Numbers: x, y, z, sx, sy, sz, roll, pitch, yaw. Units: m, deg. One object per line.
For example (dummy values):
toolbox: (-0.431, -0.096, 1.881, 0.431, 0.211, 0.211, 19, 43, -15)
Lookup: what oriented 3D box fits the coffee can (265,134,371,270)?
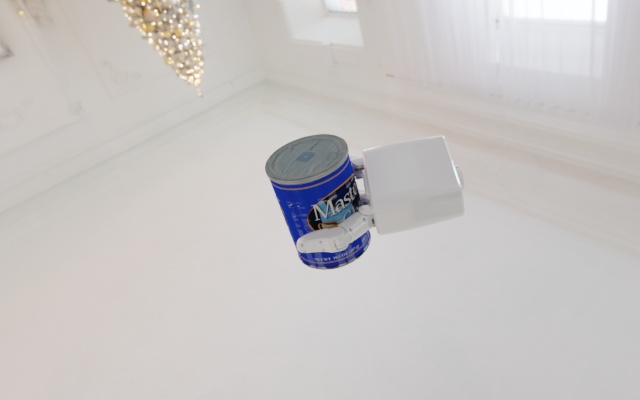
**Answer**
coffee can: (0.000, 0.002, 0.606, 0.103, 0.140, 0.102, -12, 34, 8)
